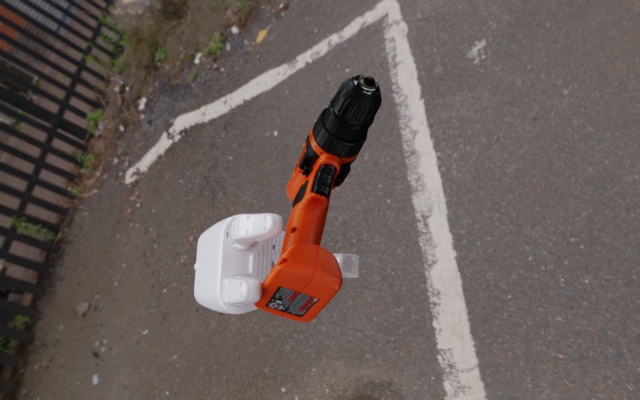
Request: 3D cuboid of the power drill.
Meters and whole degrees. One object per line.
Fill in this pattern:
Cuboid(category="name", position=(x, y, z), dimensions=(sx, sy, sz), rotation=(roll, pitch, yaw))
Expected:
Cuboid(category="power drill", position=(0.000, 0.002, 0.434), dimensions=(0.057, 0.187, 0.184), rotation=(20, -37, -7))
